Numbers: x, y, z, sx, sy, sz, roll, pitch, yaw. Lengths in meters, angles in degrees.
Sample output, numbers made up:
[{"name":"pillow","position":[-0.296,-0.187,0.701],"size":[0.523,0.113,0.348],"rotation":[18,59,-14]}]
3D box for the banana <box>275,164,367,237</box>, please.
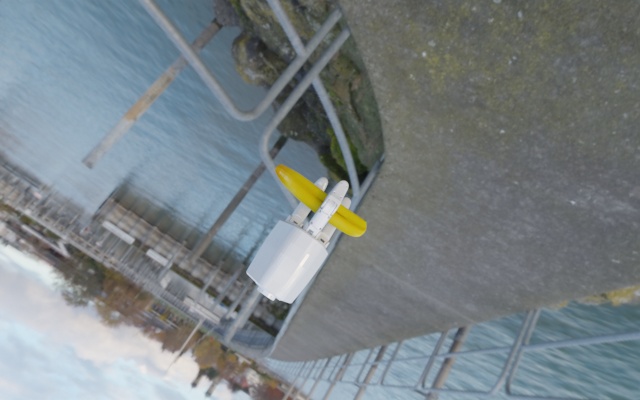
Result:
[{"name":"banana","position":[0.009,0.009,0.769],"size":[0.198,0.037,0.069],"rotation":[35,2,-25]}]
